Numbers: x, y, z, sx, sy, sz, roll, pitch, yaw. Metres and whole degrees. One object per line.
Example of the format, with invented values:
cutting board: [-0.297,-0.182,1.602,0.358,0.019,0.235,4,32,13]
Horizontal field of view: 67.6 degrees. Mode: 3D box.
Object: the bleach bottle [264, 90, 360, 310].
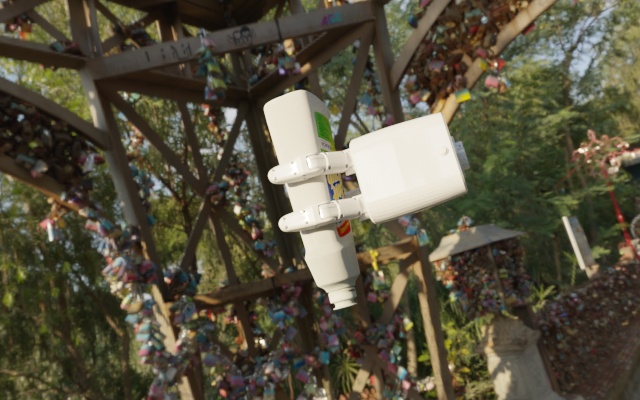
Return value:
bleach bottle: [0.000,0.002,0.570,0.068,0.250,0.102,-18,-12,16]
